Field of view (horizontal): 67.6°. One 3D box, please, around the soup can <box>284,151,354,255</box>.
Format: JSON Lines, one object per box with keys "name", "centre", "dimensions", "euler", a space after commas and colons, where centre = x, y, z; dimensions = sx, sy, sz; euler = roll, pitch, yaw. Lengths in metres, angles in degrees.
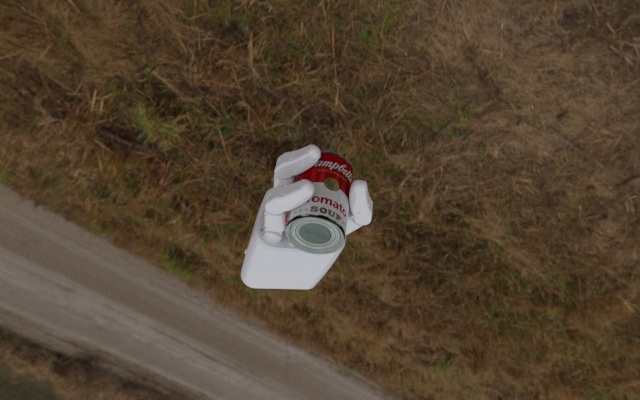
{"name": "soup can", "centre": [0.000, 0.002, 0.545], "dimensions": [0.068, 0.102, 0.069], "euler": [6, -42, 5]}
